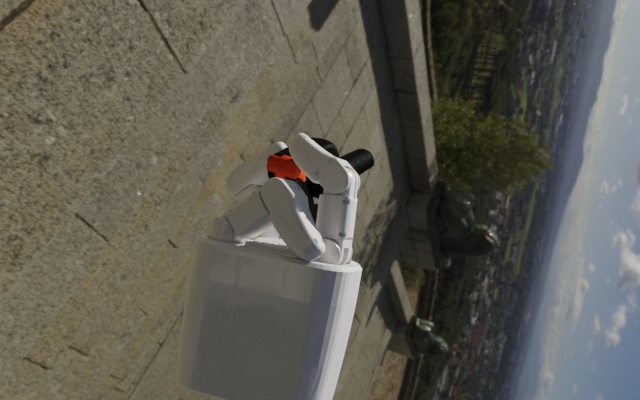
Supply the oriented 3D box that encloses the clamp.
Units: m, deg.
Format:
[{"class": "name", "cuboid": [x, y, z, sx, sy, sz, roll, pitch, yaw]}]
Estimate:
[{"class": "clamp", "cuboid": [0.001, 0.001, 0.428, 0.039, 0.120, 0.171, 11, 1, 27]}]
